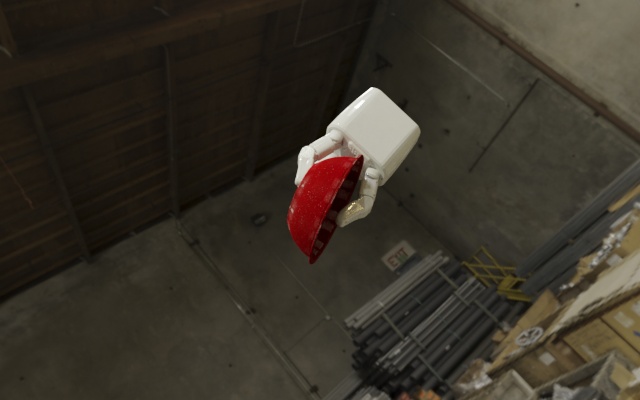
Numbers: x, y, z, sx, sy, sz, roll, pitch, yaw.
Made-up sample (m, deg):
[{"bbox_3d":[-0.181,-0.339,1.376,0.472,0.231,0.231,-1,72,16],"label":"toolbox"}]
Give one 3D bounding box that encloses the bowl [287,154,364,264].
[{"bbox_3d":[-0.001,0.003,0.641,0.055,0.162,0.162,25,4,9],"label":"bowl"}]
